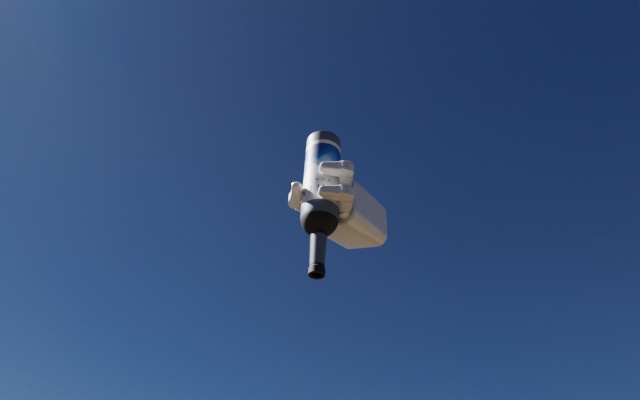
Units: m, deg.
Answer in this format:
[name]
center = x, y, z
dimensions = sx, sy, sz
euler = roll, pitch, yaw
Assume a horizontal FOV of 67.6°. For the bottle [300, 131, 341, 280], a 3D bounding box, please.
[bottle]
center = 0.000, 0.003, 0.843
dimensions = 0.069, 0.295, 0.069
euler = 2, -38, 1
